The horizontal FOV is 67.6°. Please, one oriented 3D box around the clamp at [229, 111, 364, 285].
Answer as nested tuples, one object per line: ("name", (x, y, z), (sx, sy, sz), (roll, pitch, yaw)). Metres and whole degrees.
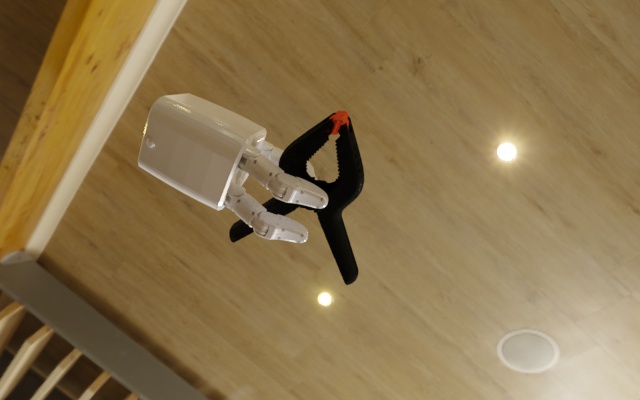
("clamp", (0.000, 0.001, 0.538), (0.164, 0.210, 0.036), (25, 32, -4))
